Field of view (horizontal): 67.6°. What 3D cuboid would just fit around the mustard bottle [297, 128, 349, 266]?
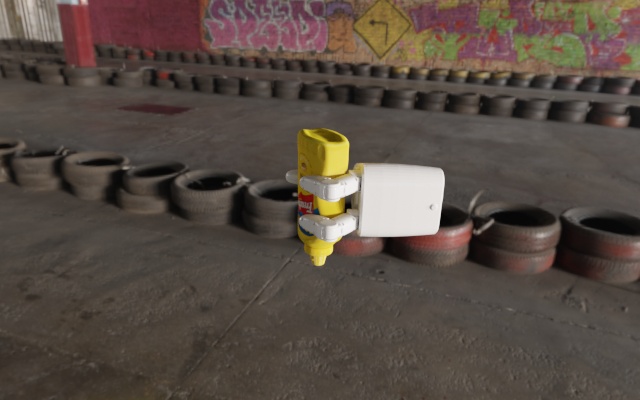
[{"bbox_3d":[0.000,0.002,0.662,0.058,0.192,0.096,-9,24,-25],"label":"mustard bottle"}]
